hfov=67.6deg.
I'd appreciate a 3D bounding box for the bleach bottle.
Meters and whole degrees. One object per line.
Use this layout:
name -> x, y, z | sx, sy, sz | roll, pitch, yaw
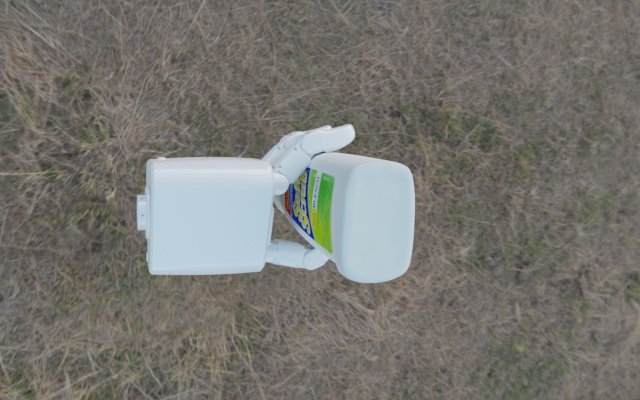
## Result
bleach bottle -> 0.000, 0.002, 0.490 | 0.068, 0.102, 0.251 | 0, 7, -23
